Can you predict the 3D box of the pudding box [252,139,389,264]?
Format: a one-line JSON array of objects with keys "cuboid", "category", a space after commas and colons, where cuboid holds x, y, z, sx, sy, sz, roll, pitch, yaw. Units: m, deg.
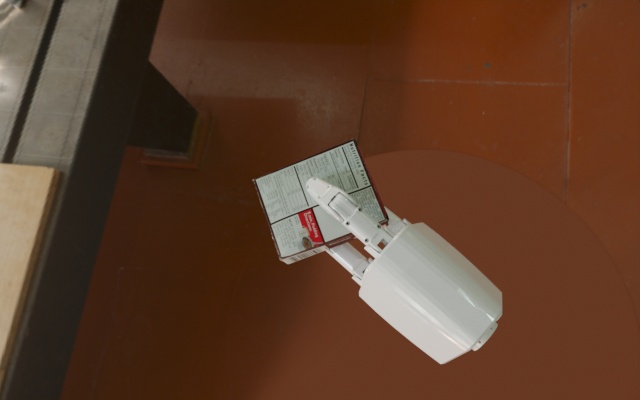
[{"cuboid": [0.000, 0.002, 0.475, 0.113, 0.090, 0.039, -21, -14, 3], "category": "pudding box"}]
